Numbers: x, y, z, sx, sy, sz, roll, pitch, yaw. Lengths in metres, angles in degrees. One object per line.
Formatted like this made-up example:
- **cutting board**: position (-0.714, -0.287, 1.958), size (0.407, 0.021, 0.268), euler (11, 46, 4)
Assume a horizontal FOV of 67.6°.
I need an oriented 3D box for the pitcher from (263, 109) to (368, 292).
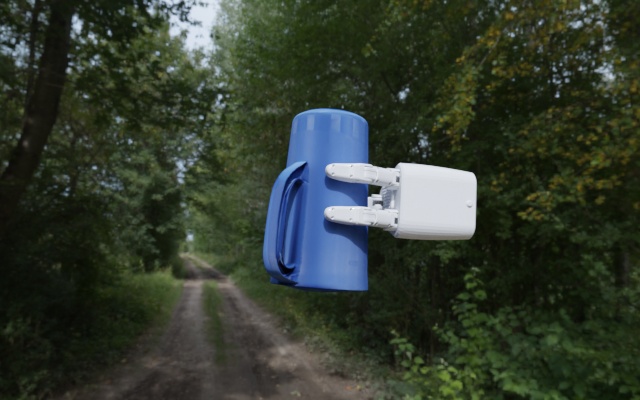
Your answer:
- **pitcher**: position (0.000, 0.002, 0.653), size (0.145, 0.243, 0.149), euler (5, -7, -6)
